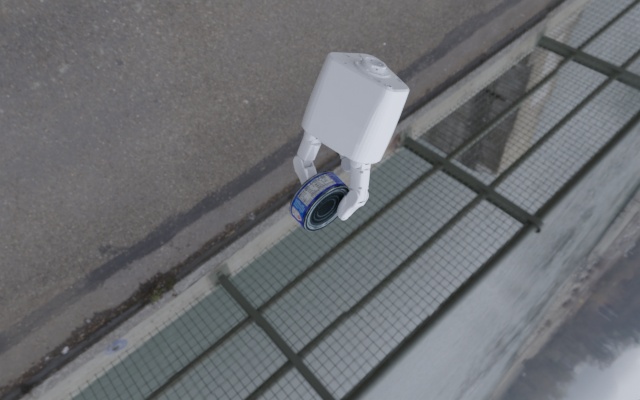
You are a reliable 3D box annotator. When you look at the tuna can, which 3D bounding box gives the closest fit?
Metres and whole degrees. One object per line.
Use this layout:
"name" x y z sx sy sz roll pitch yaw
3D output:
"tuna can" 0.000 0.003 0.669 0.033 0.086 0.086 45 25 27
